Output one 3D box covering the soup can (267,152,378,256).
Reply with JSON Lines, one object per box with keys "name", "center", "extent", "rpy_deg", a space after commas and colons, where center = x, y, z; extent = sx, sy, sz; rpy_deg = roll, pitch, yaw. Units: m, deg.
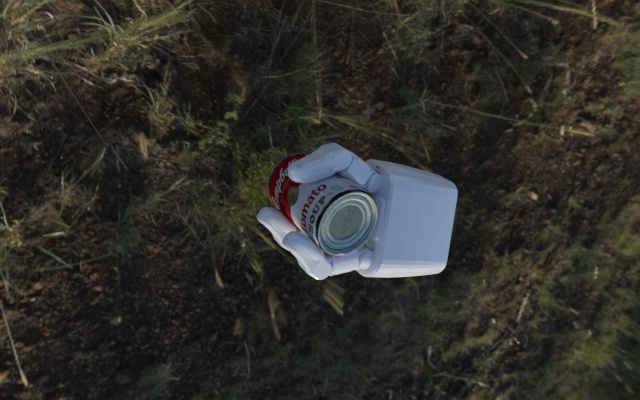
{"name": "soup can", "center": [0.000, 0.001, 0.465], "extent": [0.068, 0.068, 0.102], "rpy_deg": [0, 24, -33]}
